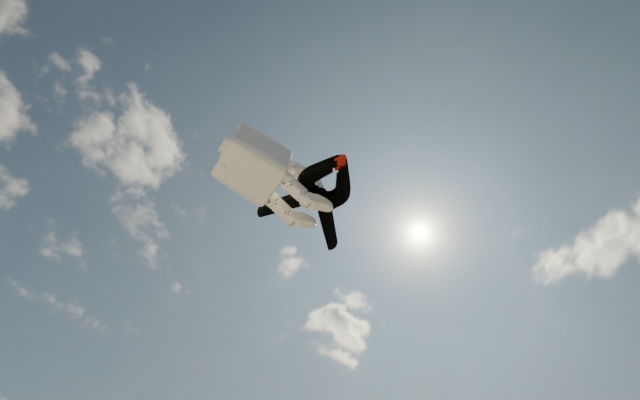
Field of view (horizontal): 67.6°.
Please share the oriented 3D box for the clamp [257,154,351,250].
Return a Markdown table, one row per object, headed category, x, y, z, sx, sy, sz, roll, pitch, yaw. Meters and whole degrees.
| category | x | y | z | sx | sy | sz | roll | pitch | yaw |
| --- | --- | --- | --- | --- | --- | --- | --- | --- | --- |
| clamp | 0.000 | 0.002 | 0.851 | 0.164 | 0.036 | 0.210 | 31 | -49 | -14 |
